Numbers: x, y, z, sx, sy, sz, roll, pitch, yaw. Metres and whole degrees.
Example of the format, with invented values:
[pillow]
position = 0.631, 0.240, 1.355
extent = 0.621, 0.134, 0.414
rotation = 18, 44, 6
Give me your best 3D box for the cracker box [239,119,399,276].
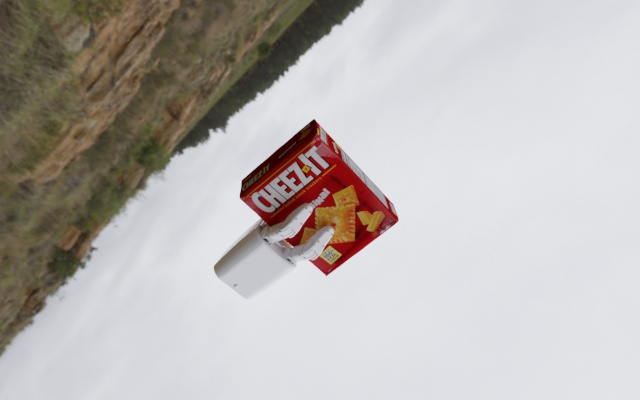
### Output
[cracker box]
position = 0.000, 0.003, 0.784
extent = 0.164, 0.214, 0.072
rotation = -38, 25, 15
